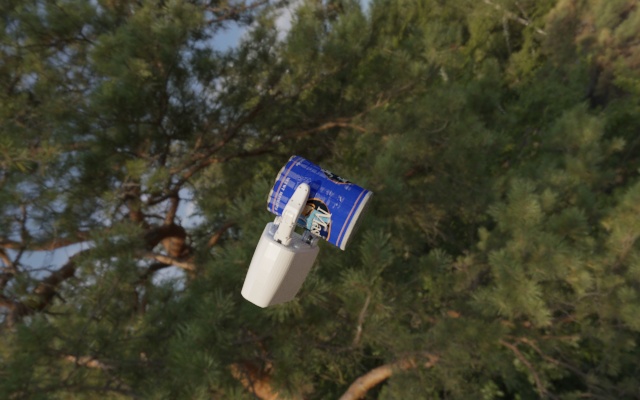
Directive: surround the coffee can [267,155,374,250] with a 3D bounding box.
[{"bbox_3d":[0.000,0.002,0.768,0.140,0.103,0.103,27,5,10],"label":"coffee can"}]
